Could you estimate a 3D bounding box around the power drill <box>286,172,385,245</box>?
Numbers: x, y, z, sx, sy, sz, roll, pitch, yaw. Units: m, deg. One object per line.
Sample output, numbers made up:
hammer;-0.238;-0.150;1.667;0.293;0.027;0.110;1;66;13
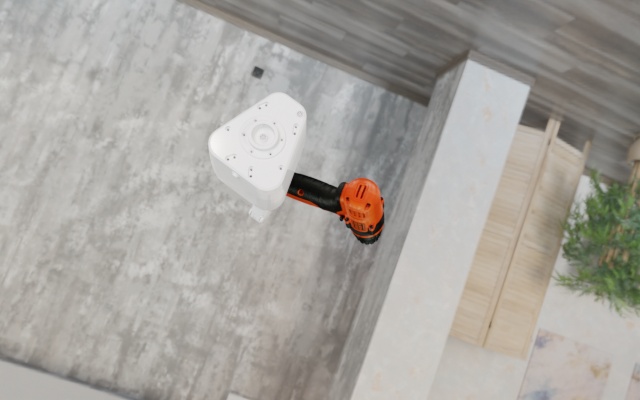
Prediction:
power drill;0.000;0.002;0.678;0.187;0.057;0.184;15;-20;14
